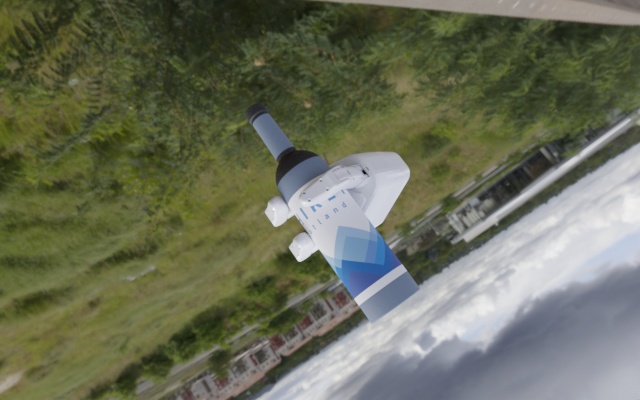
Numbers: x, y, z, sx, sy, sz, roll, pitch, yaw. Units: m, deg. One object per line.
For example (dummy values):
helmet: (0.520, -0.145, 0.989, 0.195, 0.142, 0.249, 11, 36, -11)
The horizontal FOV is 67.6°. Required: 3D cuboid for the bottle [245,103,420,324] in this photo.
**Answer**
bottle: (0.000, 0.002, 0.563, 0.069, 0.295, 0.069, -34, -14, -10)
